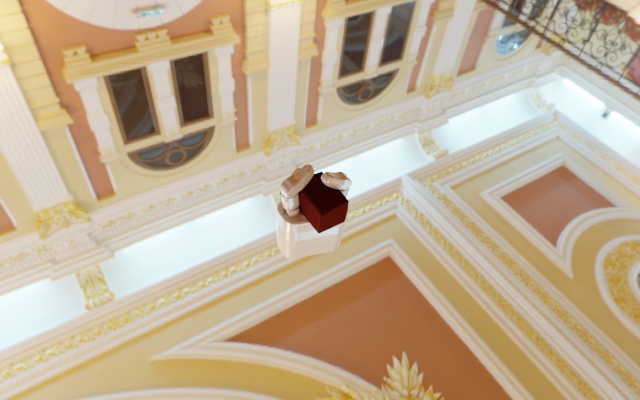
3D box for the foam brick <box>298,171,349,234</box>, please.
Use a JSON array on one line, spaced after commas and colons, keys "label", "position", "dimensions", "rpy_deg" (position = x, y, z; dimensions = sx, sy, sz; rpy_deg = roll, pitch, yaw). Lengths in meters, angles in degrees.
[{"label": "foam brick", "position": [0.000, 0.003, 0.749], "dimensions": [0.053, 0.051, 0.078], "rpy_deg": [-23, 55, -25]}]
